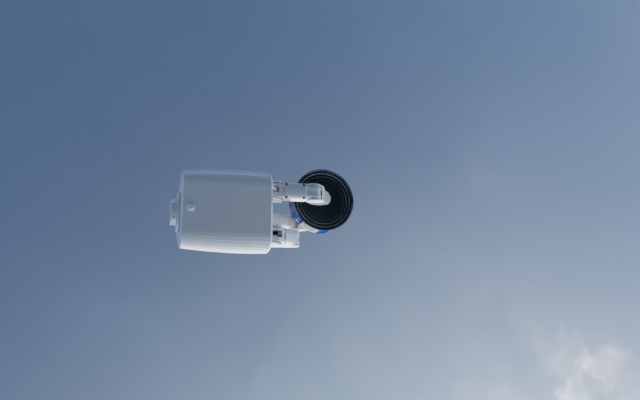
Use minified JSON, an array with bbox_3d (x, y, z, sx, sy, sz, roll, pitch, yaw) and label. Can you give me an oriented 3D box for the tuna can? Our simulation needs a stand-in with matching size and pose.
[{"bbox_3d":[0.000,0.002,0.664,0.086,0.086,0.034,0,-12,-17],"label":"tuna can"}]
